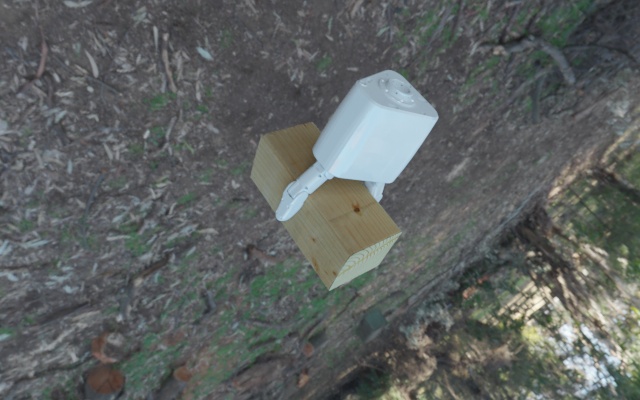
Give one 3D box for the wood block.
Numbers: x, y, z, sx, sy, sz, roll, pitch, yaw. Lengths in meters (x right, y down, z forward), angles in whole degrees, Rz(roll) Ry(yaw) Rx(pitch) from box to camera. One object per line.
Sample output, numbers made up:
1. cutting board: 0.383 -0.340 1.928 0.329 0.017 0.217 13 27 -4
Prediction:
1. wood block: 0.000 0.002 0.647 0.091 0.206 0.090 -21 -28 -33
